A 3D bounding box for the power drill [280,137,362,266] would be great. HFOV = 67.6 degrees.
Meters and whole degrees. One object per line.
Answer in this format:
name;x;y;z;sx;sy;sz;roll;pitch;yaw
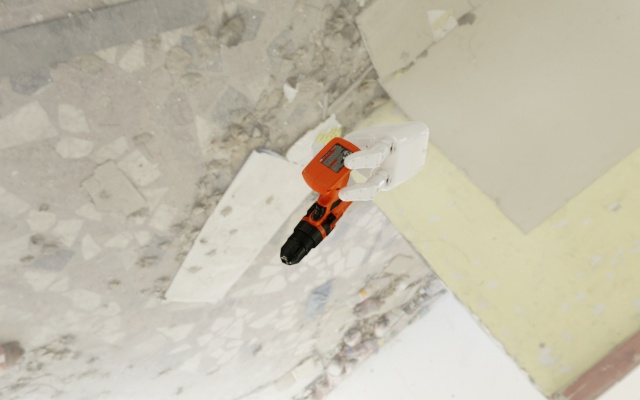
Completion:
power drill;0.000;0.002;0.765;0.057;0.184;0.188;32;-32;13
